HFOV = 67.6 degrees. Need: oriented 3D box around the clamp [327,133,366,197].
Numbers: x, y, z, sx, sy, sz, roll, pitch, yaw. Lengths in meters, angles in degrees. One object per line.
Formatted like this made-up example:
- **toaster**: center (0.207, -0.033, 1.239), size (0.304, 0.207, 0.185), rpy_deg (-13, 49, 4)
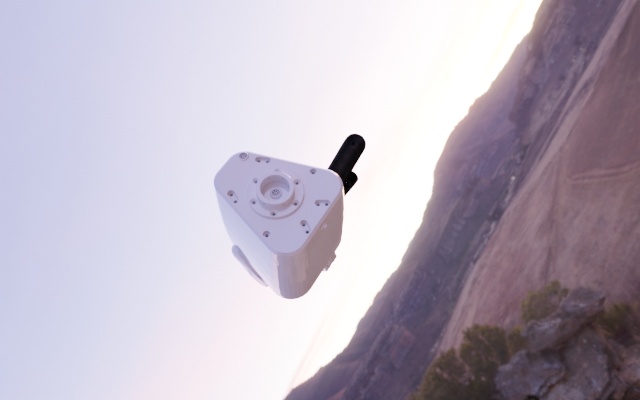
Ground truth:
- **clamp**: center (-0.001, 0.002, 0.548), size (0.039, 0.171, 0.120), rpy_deg (29, -25, 14)
